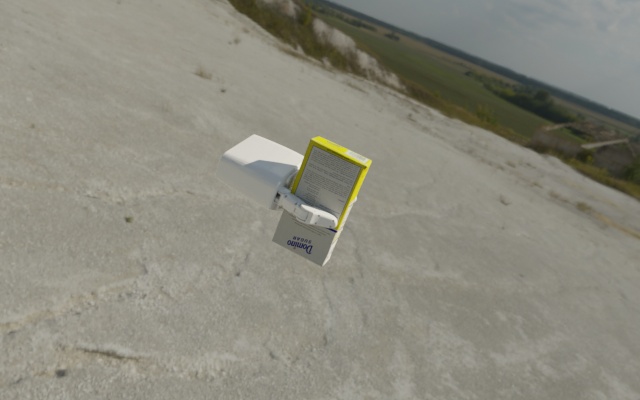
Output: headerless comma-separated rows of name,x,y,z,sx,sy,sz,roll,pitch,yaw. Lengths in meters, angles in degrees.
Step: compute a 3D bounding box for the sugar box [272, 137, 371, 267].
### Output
sugar box,0.000,0.002,0.728,0.093,0.176,0.048,27,22,10
